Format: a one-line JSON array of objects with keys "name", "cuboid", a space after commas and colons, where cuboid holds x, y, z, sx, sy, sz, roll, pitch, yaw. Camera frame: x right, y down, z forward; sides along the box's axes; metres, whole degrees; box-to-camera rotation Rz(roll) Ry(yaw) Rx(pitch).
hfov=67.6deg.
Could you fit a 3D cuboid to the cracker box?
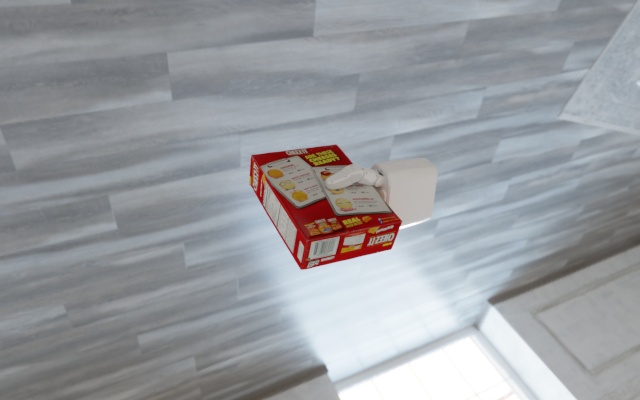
[{"name": "cracker box", "cuboid": [0.000, 0.002, 0.761, 0.164, 0.072, 0.213, -10, 43, -27]}]
